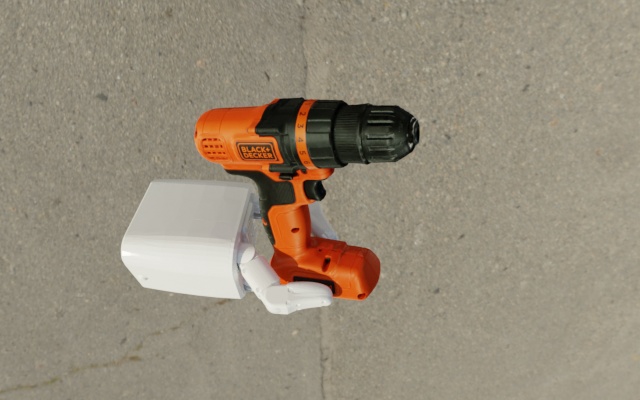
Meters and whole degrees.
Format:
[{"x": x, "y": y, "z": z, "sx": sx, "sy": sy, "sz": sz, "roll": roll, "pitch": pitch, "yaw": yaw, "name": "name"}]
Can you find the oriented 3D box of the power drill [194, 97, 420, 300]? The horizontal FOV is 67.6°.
[{"x": 0.000, "y": 0.002, "z": 0.407, "sx": 0.184, "sy": 0.188, "sz": 0.057, "roll": 5, "pitch": 39, "yaw": 27, "name": "power drill"}]
